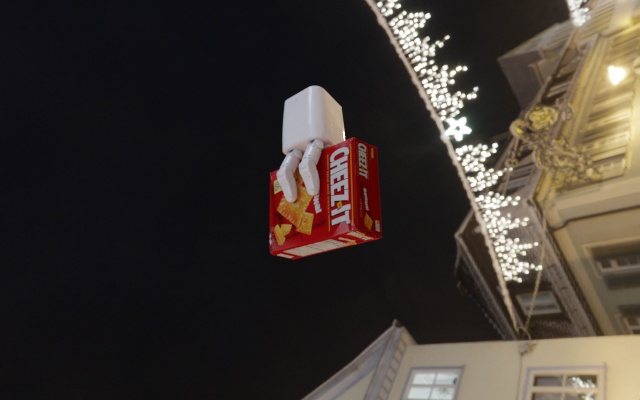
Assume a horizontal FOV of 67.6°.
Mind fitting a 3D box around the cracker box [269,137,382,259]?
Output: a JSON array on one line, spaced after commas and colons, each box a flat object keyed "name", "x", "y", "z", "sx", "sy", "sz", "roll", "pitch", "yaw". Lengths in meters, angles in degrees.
[{"name": "cracker box", "x": 0.000, "y": 0.003, "z": 0.841, "sx": 0.214, "sy": 0.164, "sz": 0.072, "roll": -19, "pitch": -26, "yaw": 41}]
